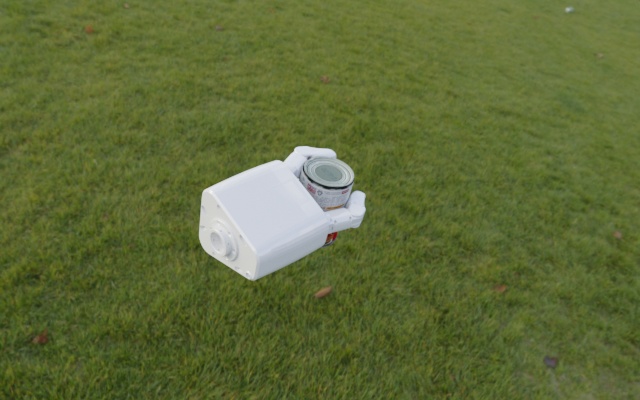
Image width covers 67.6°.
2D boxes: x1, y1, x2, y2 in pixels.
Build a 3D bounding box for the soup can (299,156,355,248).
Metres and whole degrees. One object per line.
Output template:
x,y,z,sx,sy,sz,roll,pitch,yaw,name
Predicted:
0.001,0.002,0.623,0.068,0.102,0.068,9,38,-7,soup can
